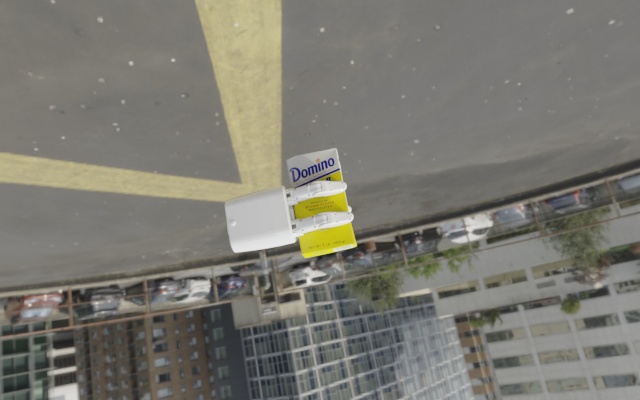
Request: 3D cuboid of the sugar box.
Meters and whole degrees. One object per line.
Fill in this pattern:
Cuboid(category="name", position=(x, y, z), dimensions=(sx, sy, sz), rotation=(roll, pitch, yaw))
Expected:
Cuboid(category="sugar box", position=(0.000, 0.003, 0.825), dimensions=(0.093, 0.176, 0.048), rotation=(-12, -15, 4))
